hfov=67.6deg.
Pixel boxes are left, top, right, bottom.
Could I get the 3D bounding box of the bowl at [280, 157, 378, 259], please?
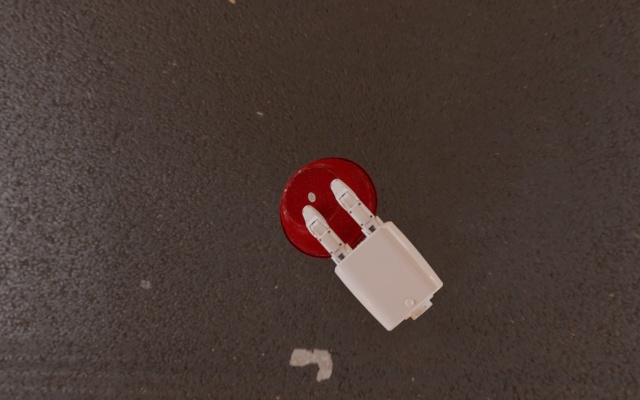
[{"bbox_3d":[-0.001,0.002,0.707,0.162,0.162,0.055,0,-16,24],"label":"bowl"}]
